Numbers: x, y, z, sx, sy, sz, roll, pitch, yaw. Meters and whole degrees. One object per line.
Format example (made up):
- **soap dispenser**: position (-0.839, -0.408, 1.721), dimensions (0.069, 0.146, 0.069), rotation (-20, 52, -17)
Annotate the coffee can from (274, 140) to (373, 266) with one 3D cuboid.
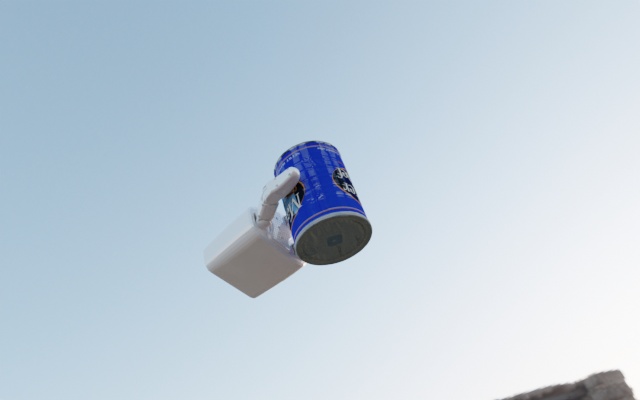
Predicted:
- **coffee can**: position (0.000, 0.002, 0.652), dimensions (0.103, 0.140, 0.103), rotation (-11, -40, -10)
